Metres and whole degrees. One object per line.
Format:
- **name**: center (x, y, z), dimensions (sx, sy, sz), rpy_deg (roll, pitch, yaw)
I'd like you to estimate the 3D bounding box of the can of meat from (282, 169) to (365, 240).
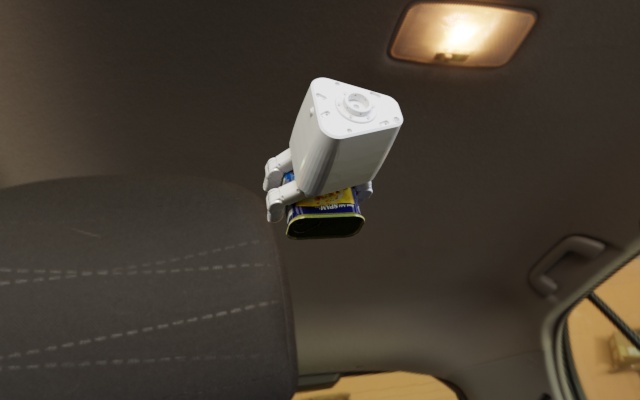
- **can of meat**: center (0.000, 0.002, 0.646), dimensions (0.102, 0.084, 0.057), rpy_deg (-2, -33, -15)
